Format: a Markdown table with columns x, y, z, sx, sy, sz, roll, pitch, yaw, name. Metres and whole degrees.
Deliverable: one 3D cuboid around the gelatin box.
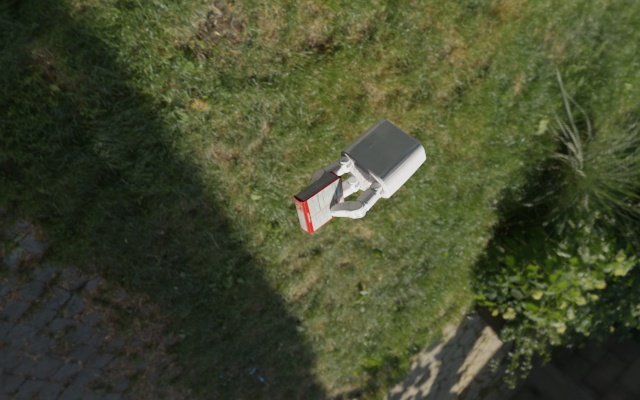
| x | y | z | sx | sy | sz | roll | pitch | yaw | name |
| --- | --- | --- | --- | --- | --- | --- | --- | --- | --- |
| 0.000 | 0.003 | 0.820 | 0.089 | 0.073 | 0.030 | -36 | 46 | -27 | gelatin box |
